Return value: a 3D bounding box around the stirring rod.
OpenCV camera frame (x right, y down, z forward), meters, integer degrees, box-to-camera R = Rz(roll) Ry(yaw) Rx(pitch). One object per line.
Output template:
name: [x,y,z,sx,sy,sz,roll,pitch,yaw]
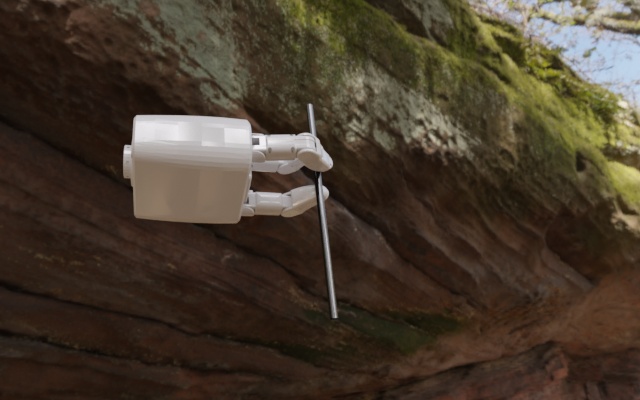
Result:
stirring rod: [0.000,0.002,0.496,0.011,0.239,0.011,-6,-24,-2]
